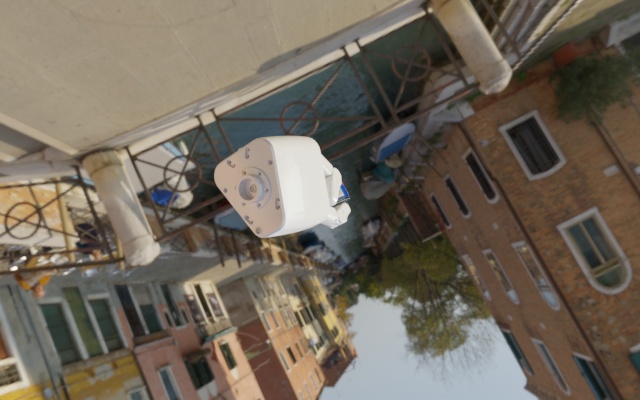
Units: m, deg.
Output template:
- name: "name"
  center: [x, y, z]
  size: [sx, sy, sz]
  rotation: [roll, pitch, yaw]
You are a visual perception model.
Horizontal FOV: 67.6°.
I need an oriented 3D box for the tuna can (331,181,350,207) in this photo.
- name: "tuna can"
  center: [0.000, 0.003, 0.709]
  size: [0.086, 0.033, 0.086]
  rotation: [-28, -6, -3]
